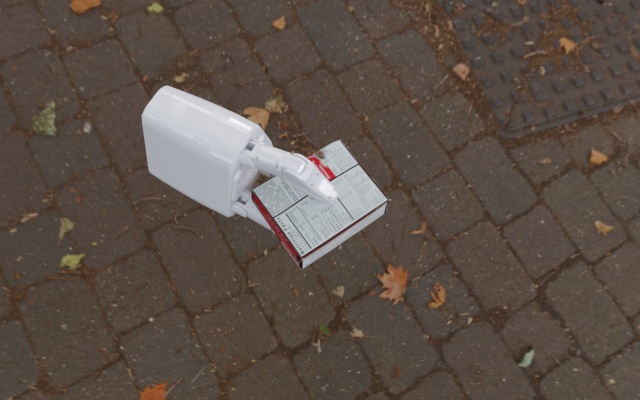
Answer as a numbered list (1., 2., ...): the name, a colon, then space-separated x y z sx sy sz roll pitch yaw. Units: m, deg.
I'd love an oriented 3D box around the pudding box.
1. pudding box: 0.000 0.001 0.485 0.113 0.090 0.039 -33 -17 -14
